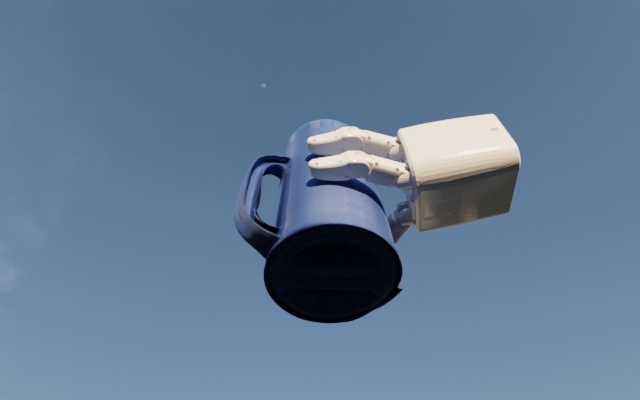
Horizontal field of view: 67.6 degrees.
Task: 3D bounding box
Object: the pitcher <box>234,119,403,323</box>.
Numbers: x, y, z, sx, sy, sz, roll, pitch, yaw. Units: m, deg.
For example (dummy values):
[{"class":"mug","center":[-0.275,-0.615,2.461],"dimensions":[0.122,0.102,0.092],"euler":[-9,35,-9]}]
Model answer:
[{"class":"pitcher","center":[0.000,0.002,0.542],"dimensions":[0.145,0.149,0.242],"euler":[-13,36,7]}]
